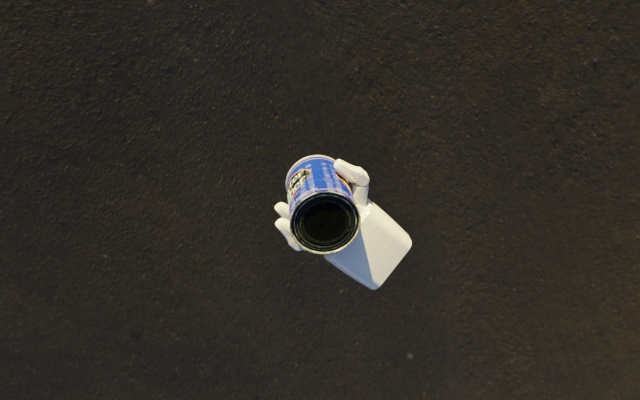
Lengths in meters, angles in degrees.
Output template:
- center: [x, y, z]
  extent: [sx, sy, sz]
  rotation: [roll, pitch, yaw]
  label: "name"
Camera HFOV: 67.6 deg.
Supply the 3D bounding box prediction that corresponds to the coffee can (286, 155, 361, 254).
- center: [0.000, 0.002, 0.737]
  extent: [0.103, 0.103, 0.140]
  rotation: [0, 27, -6]
  label: "coffee can"
